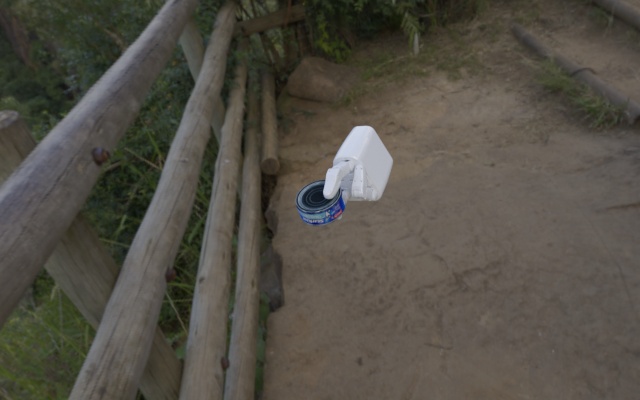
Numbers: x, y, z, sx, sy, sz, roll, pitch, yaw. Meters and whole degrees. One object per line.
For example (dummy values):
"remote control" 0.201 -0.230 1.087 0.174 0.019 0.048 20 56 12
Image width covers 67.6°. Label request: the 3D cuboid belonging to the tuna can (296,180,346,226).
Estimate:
"tuna can" 0.000 0.002 0.839 0.086 0.034 0.086 -11 41 10
